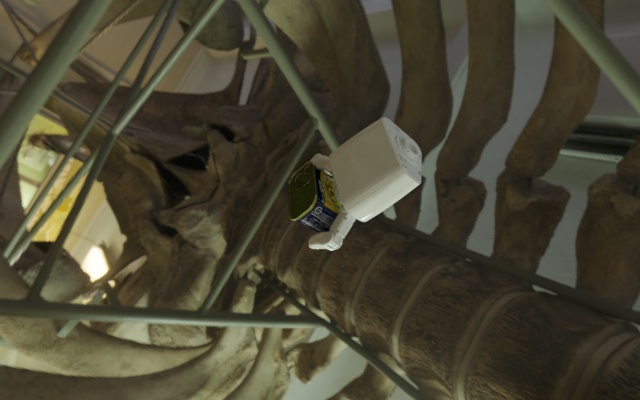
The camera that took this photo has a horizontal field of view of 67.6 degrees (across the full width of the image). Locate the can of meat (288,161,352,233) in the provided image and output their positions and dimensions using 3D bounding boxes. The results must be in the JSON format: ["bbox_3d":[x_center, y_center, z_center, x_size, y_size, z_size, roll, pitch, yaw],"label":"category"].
[{"bbox_3d":[0.000,0.003,0.734,0.084,0.102,0.057,33,-57,-32],"label":"can of meat"}]
